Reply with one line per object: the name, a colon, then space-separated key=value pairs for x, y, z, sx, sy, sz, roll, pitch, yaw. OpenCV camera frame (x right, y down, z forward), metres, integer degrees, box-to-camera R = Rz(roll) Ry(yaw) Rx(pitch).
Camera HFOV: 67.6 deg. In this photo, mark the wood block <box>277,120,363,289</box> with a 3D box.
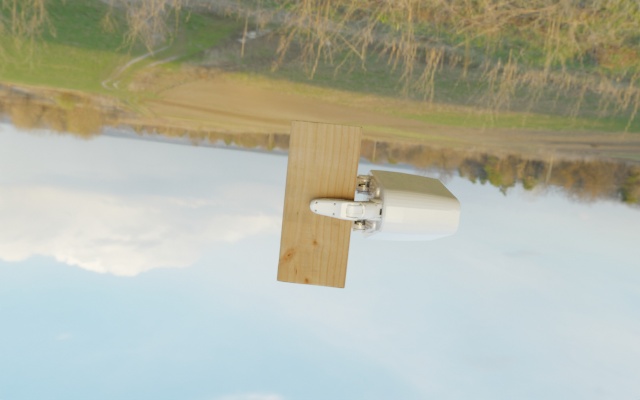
wood block: x=0.000 y=0.002 z=0.641 sx=0.090 sy=0.206 sz=0.091 roll=6 pitch=5 yaw=3
